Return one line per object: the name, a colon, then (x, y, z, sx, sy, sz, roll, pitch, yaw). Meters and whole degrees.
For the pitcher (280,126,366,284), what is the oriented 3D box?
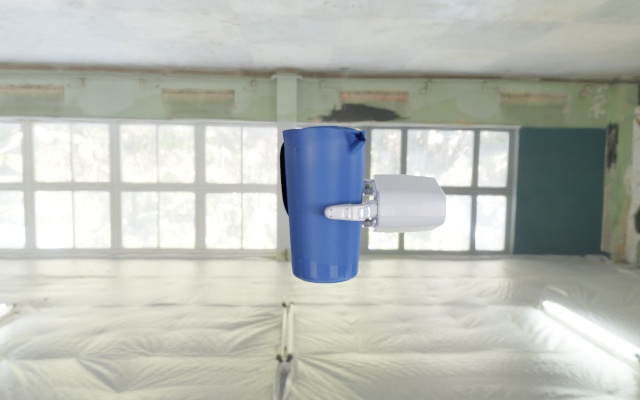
pitcher: (0.000, 0.003, 0.773, 0.145, 0.243, 0.149, 0, 5, 1)
